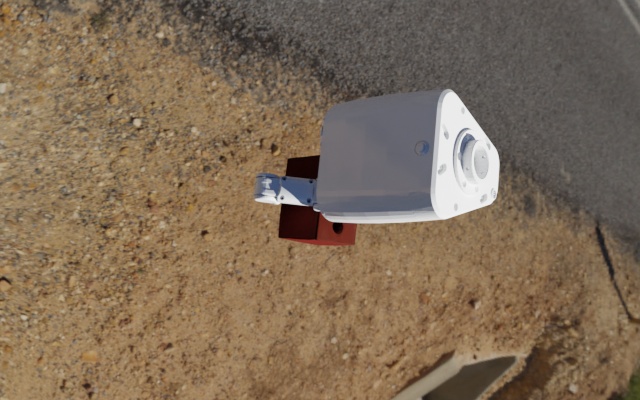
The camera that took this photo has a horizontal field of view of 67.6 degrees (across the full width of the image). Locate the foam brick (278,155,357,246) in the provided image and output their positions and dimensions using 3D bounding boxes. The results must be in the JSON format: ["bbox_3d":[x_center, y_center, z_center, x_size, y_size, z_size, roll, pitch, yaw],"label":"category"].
[{"bbox_3d":[0.000,0.002,0.441,0.051,0.078,0.053,0,-9,43],"label":"foam brick"}]
